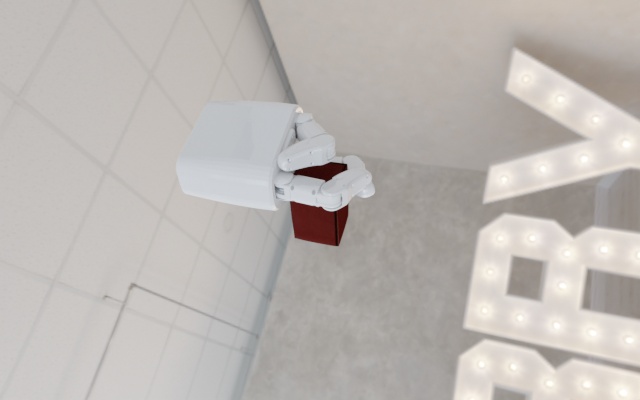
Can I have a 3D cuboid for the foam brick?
[{"bbox_3d":[0.000,0.002,0.519,0.051,0.078,0.053,7,40,14],"label":"foam brick"}]
